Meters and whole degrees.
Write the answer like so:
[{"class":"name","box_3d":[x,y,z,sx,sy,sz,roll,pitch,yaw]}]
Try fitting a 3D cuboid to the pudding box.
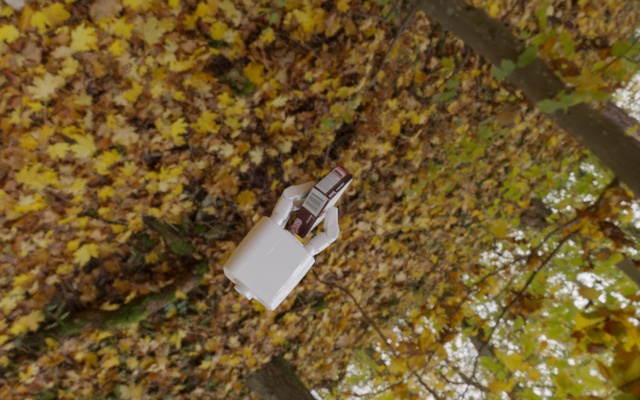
[{"class":"pudding box","box_3d":[0.000,0.003,0.817,0.090,0.039,0.113,-45,-7,-47]}]
